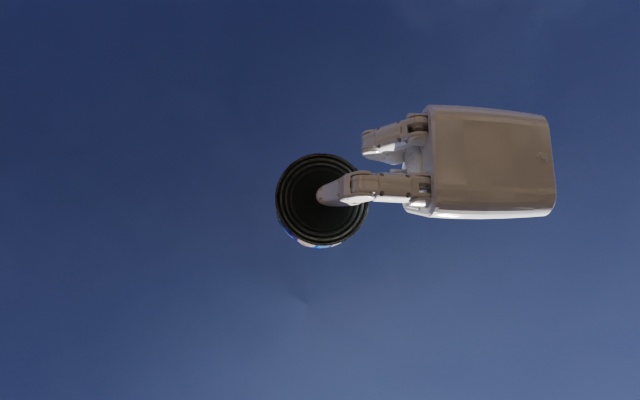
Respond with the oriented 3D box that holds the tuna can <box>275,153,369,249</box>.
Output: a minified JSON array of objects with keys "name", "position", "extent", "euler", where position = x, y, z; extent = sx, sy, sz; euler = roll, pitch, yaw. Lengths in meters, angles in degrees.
[{"name":"tuna can","position":[0.000,0.002,0.446],"extent":[0.086,0.086,0.034],"euler":[0,-12,-7]}]
